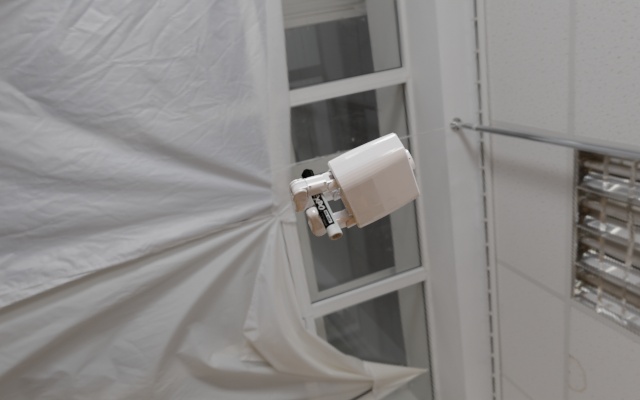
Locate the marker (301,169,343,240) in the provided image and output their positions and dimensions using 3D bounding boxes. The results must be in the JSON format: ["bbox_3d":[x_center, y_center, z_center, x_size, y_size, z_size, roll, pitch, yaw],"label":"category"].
[{"bbox_3d":[0.000,0.002,0.680,0.020,0.121,0.020,-18,-32,-12],"label":"marker"}]
